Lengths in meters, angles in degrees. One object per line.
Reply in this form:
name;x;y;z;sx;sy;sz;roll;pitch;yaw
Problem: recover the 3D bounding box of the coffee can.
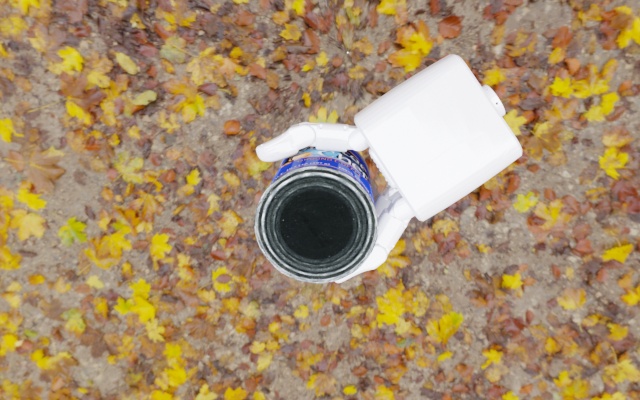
coffee can;0.000;0.001;0.457;0.103;0.103;0.140;0;17;3
